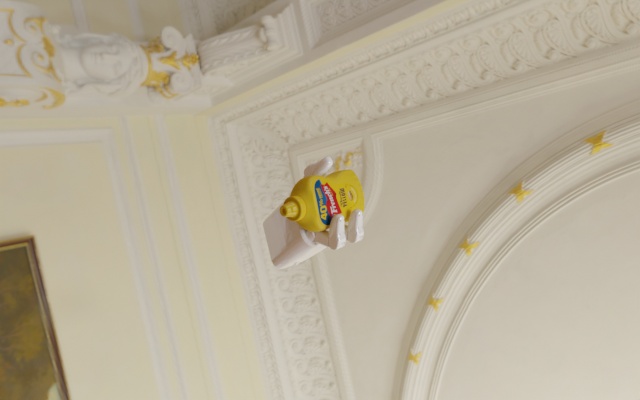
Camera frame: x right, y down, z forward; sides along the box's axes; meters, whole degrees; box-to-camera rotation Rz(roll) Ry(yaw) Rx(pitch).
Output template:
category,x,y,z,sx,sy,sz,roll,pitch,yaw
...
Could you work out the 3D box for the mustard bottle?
category,x,y,z,sx,sy,sz,roll,pitch,yaw
mustard bottle,0.001,0.003,0.826,0.058,0.096,0.191,-8,4,40
